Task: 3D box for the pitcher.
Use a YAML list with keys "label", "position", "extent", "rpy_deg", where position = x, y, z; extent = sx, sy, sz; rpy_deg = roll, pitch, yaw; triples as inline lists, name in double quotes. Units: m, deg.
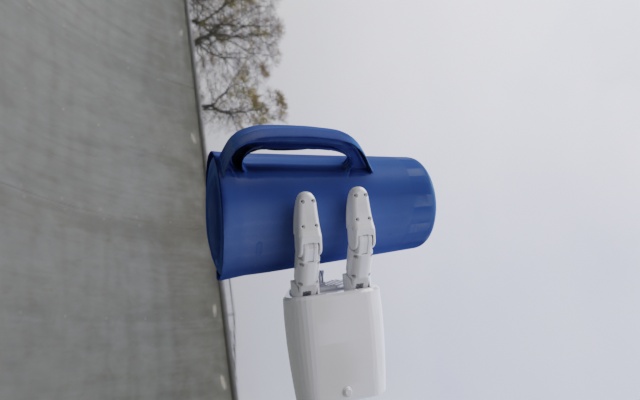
- label: "pitcher"
  position: [0.000, 0.002, 0.518]
  extent: [0.243, 0.145, 0.149]
  rpy_deg: [-4, -2, -19]
